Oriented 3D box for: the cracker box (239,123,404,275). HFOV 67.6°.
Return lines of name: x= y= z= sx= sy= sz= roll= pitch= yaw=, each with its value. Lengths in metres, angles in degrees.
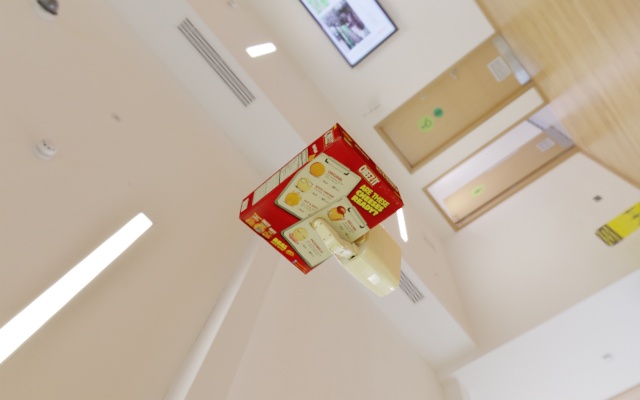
cracker box: x=0.000 y=0.003 z=0.785 sx=0.214 sy=0.164 sz=0.072 roll=-37 pitch=27 yaw=18
